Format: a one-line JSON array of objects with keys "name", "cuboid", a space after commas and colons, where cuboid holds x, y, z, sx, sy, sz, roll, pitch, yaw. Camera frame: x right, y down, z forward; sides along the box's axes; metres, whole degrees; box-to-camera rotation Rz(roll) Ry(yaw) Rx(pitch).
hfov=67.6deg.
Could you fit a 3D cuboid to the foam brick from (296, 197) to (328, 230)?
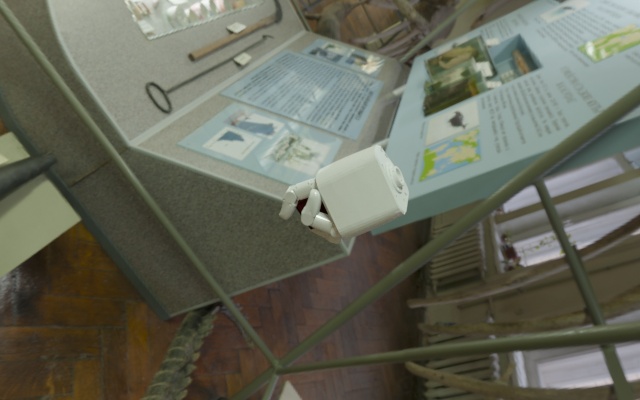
[{"name": "foam brick", "cuboid": [0.000, 0.002, 0.806, 0.051, 0.053, 0.078, -25, 19, 25]}]
